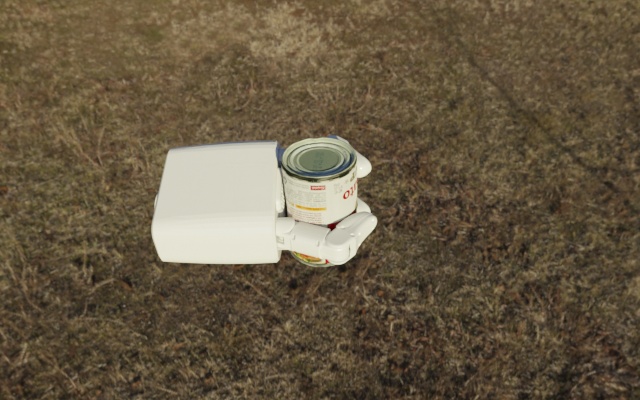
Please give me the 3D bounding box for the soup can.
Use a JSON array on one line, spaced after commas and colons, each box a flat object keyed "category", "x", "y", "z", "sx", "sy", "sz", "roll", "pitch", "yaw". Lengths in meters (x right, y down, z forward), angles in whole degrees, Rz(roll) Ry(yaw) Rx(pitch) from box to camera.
[{"category": "soup can", "x": 0.001, "y": 0.001, "z": 0.440, "sx": 0.068, "sy": 0.102, "sz": 0.068, "roll": -2, "pitch": 38, "yaw": 1}]
